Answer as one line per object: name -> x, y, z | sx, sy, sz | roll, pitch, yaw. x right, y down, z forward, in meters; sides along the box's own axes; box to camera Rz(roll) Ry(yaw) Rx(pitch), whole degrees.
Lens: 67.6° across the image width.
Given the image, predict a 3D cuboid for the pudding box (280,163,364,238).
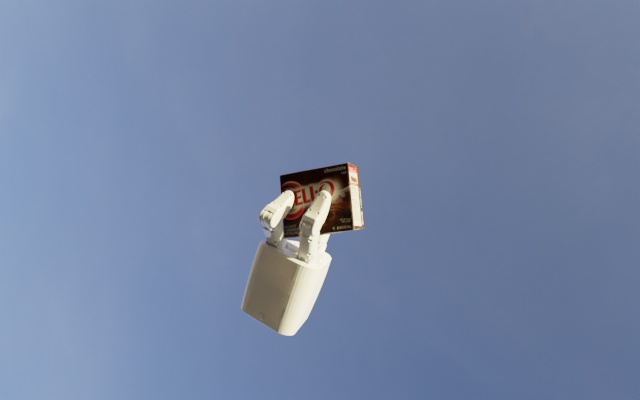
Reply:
pudding box -> 0.000, 0.002, 0.657 | 0.113, 0.090, 0.039 | -8, -7, 27
